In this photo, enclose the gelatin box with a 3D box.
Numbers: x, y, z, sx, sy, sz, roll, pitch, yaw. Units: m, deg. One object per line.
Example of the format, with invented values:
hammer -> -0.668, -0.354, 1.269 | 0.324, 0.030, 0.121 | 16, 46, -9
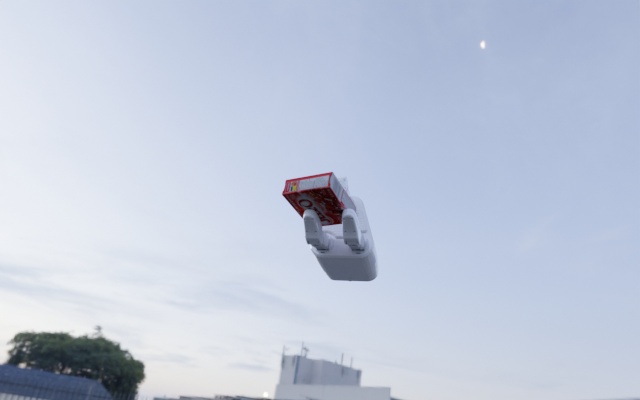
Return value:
gelatin box -> 0.000, 0.002, 0.664 | 0.073, 0.030, 0.089 | -8, -39, 25
